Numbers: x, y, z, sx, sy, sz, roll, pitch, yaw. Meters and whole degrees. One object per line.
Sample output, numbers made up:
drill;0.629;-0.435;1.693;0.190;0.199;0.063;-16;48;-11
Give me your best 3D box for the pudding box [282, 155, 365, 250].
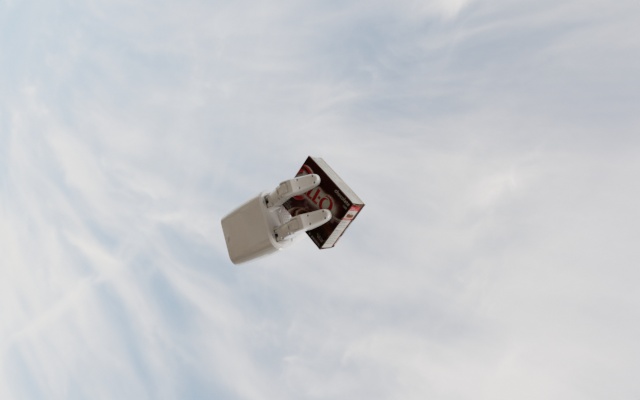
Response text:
pudding box;0.000;0.002;0.709;0.039;0.090;0.113;-1;42;-53
